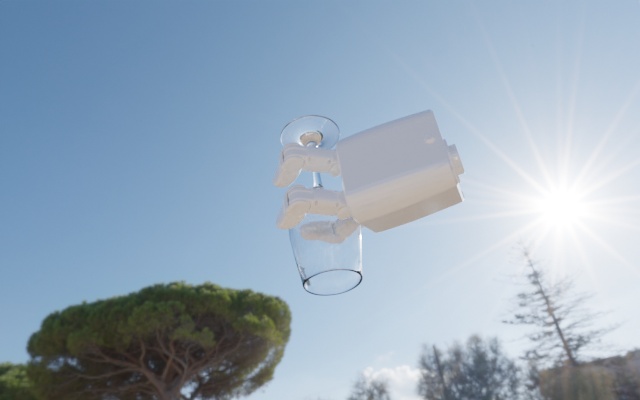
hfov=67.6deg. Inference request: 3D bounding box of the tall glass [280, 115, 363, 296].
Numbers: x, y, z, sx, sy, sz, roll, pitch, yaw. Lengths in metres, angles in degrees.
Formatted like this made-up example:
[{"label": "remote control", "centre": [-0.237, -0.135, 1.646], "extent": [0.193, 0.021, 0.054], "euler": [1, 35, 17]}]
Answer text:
[{"label": "tall glass", "centre": [0.000, 0.001, 0.538], "extent": [0.079, 0.201, 0.079], "euler": [-6, -33, -4]}]
